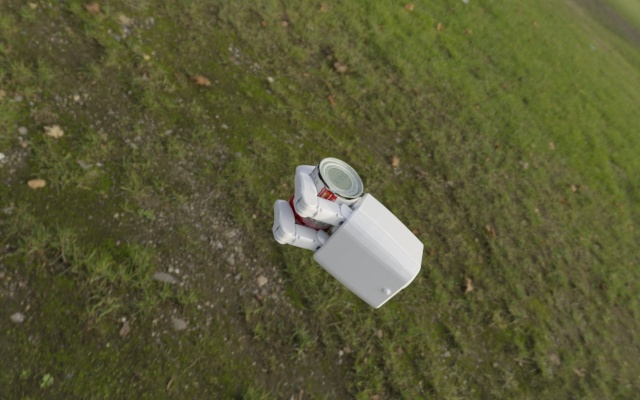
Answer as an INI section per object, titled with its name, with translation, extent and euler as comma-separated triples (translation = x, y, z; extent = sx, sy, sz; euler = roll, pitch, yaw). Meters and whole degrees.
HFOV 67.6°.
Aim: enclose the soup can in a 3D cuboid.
[soup can]
translation = 0.000, 0.001, 0.619
extent = 0.068, 0.068, 0.102
euler = 0, -37, -40
